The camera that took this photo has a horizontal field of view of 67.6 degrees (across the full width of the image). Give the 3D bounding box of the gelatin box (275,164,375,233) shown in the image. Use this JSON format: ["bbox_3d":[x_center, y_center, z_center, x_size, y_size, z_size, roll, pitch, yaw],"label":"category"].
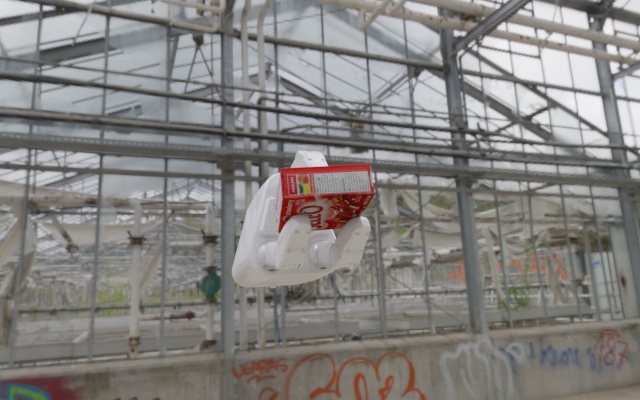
[{"bbox_3d":[0.000,0.001,0.410,0.073,0.030,0.089,-3,-21,-9],"label":"gelatin box"}]
